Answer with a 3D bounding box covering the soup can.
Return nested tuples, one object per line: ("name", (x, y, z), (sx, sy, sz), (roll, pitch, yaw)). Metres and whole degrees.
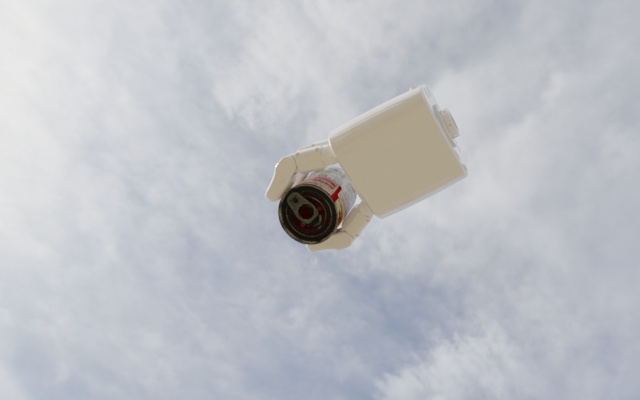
("soup can", (0.000, 0.002, 0.559), (0.068, 0.068, 0.102), (0, 16, 17))
